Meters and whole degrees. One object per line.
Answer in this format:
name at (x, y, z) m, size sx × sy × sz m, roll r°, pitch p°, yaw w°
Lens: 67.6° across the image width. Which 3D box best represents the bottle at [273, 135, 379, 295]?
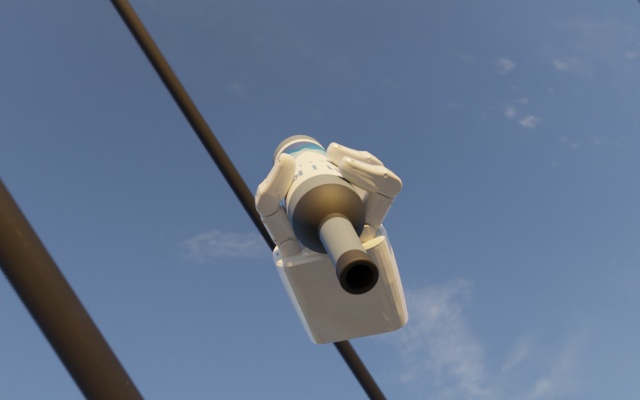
bottle at (0.000, 0.001, 0.452) m, size 0.069 × 0.069 × 0.295 m, roll 0°, pitch 20°, yaw -11°
